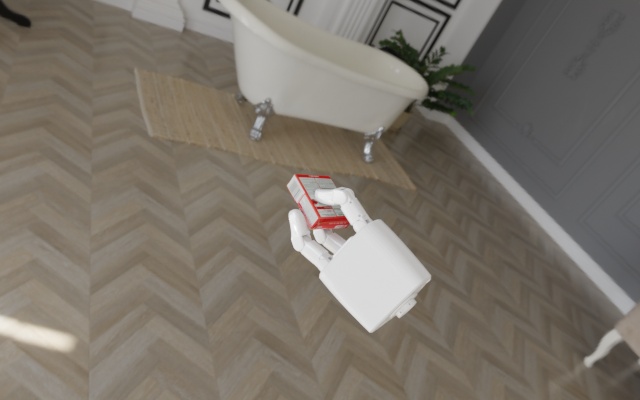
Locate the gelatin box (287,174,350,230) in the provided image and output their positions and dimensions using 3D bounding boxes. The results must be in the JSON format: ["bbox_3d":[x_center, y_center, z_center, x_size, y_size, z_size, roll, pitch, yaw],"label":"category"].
[{"bbox_3d":[0.000,0.002,0.718,0.073,0.089,0.030,0,-40,-43],"label":"gelatin box"}]
